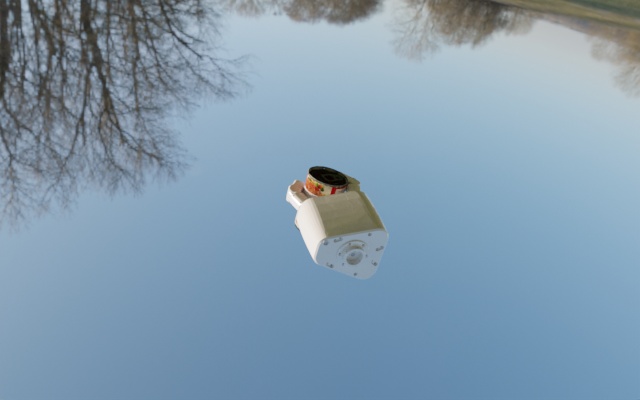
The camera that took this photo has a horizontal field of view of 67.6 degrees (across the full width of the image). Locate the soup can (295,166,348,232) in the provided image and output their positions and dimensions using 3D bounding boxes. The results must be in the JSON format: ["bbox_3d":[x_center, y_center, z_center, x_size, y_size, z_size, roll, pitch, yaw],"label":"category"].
[{"bbox_3d":[0.000,0.003,0.802,0.068,0.102,0.068,13,27,-7],"label":"soup can"}]
